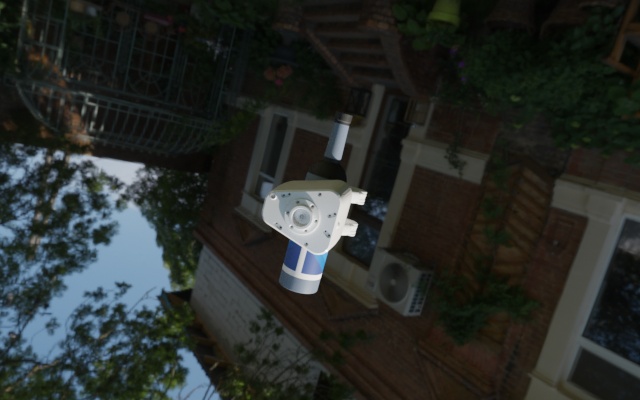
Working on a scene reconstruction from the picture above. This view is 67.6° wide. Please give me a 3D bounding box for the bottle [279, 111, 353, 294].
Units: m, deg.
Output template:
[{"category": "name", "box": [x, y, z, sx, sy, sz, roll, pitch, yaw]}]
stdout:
[{"category": "bottle", "box": [0.000, 0.003, 0.777, 0.069, 0.296, 0.069, 15, 9, -2]}]
